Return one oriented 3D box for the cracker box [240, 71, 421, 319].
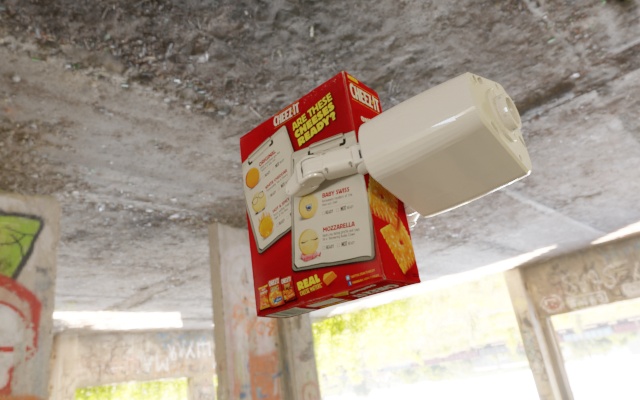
[{"bbox_3d":[0.000,0.002,0.503,0.164,0.213,0.072,-25,-26,35],"label":"cracker box"}]
